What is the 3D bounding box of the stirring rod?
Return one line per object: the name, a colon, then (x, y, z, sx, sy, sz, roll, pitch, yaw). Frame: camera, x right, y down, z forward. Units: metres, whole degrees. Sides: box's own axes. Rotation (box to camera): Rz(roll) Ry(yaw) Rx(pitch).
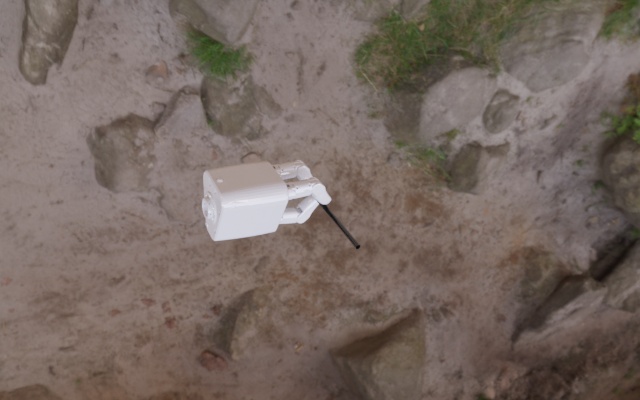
stirring rod: (0.000, 0.003, 0.803, 0.011, 0.011, 0.239, 0, 34, -35)
